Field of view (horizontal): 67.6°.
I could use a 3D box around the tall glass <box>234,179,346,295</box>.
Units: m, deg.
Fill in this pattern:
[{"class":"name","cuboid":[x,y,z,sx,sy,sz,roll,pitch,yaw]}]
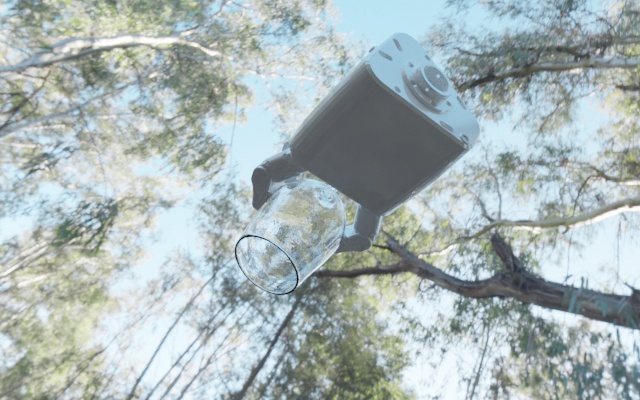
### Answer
[{"class":"tall glass","cuboid":[0.000,0.001,0.461,0.079,0.079,0.201,0,32,33]}]
